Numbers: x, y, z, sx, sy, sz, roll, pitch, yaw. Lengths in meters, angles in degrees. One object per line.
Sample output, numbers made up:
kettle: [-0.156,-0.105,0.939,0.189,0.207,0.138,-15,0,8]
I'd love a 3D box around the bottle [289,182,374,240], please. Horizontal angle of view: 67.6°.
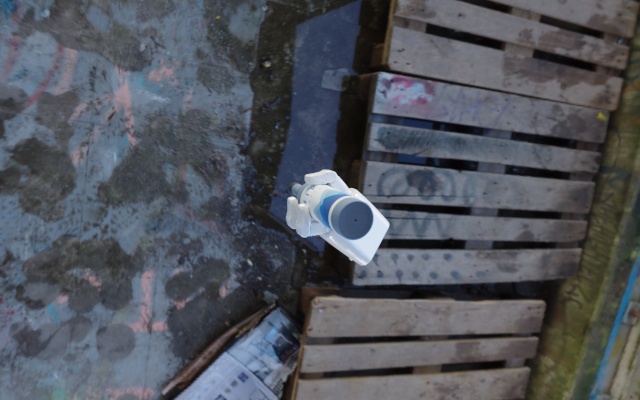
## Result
bottle: [0.000,0.003,0.892,0.069,0.069,0.295,0,11,-23]
